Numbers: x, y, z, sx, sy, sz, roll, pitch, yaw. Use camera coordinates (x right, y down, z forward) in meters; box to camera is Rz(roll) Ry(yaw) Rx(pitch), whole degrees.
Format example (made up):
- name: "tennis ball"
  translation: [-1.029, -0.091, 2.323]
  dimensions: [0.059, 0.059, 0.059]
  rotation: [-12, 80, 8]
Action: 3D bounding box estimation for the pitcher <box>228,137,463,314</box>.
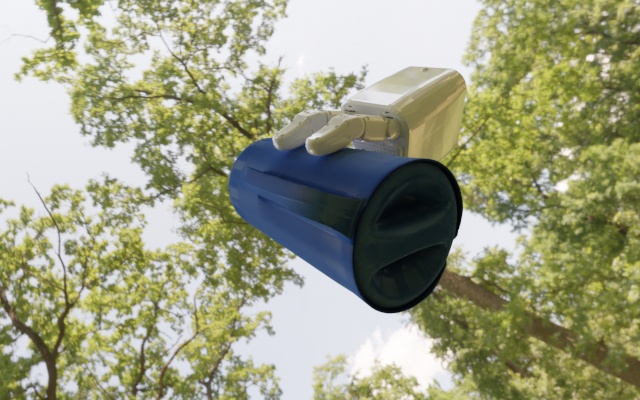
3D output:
- name: "pitcher"
  translation: [0.000, 0.002, 0.474]
  dimensions: [0.145, 0.149, 0.242]
  rotation: [-35, 33, -26]
